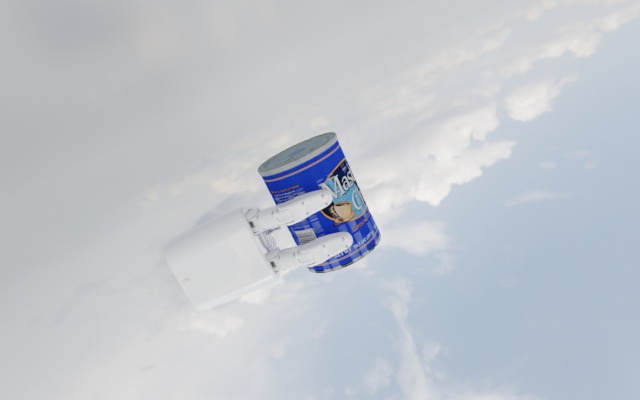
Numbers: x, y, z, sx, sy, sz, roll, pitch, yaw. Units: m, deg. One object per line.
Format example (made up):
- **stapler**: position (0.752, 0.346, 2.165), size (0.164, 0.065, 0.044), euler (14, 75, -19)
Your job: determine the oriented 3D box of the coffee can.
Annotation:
- **coffee can**: position (0.000, 0.002, 0.583), size (0.103, 0.140, 0.102), euler (-24, 16, 7)
